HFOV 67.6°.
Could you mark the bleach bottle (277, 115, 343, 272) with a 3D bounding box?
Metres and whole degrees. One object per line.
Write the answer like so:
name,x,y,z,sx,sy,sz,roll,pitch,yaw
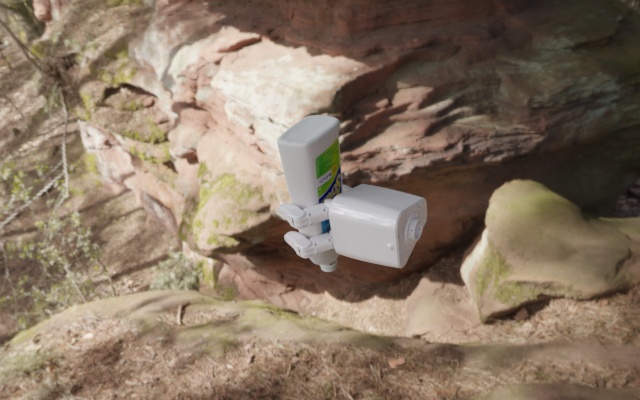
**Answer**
bleach bottle,0.000,0.002,0.747,0.068,0.251,0.102,12,38,32
